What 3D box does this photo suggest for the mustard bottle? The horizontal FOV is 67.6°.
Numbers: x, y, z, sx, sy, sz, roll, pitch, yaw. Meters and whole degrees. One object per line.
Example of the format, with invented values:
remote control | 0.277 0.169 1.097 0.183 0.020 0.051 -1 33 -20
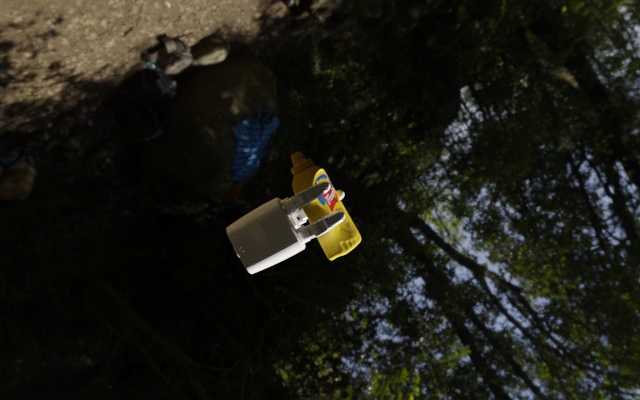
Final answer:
mustard bottle | 0.001 0.003 0.836 0.058 0.191 0.096 -27 2 28
